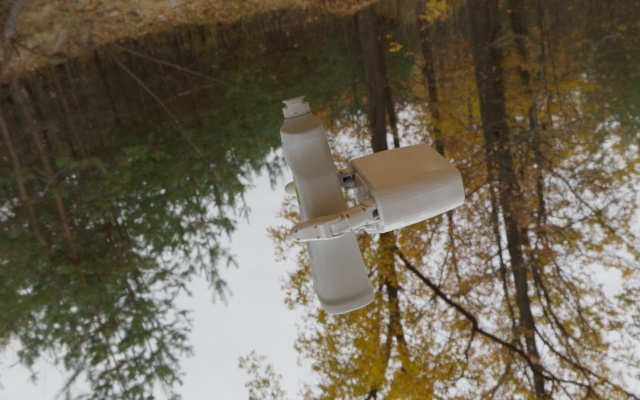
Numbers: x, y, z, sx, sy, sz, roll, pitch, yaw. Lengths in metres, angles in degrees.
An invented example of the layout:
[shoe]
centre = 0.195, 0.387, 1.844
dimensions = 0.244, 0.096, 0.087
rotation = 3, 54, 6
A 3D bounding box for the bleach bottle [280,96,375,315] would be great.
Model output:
[bleach bottle]
centre = 0.000, 0.002, 0.574
dimensions = 0.068, 0.251, 0.102
rotation = -16, 15, -8
